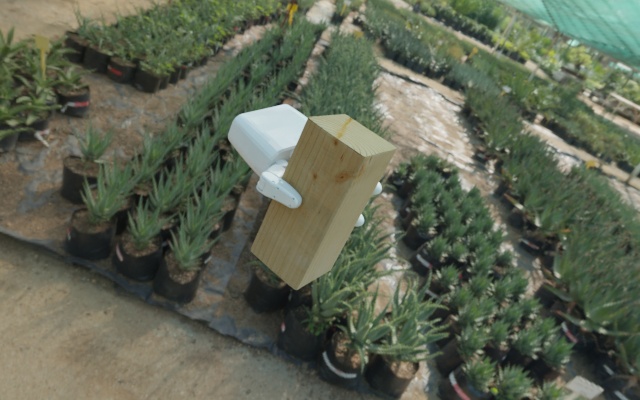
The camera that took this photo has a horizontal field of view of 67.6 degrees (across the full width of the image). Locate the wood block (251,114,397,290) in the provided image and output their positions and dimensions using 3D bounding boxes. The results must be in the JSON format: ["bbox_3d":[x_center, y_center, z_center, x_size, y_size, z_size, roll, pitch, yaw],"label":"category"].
[{"bbox_3d":[0.000,0.002,0.621,0.090,0.206,0.091,38,29,22],"label":"wood block"}]
